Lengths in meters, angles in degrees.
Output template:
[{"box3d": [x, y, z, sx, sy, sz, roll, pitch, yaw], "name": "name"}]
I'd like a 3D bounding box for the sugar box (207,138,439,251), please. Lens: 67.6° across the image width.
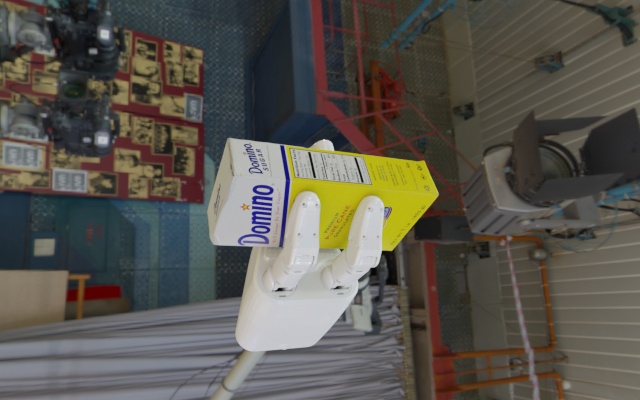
[{"box3d": [0.000, 0.002, 0.407, 0.176, 0.048, 0.093, 2, -39, -23], "name": "sugar box"}]
